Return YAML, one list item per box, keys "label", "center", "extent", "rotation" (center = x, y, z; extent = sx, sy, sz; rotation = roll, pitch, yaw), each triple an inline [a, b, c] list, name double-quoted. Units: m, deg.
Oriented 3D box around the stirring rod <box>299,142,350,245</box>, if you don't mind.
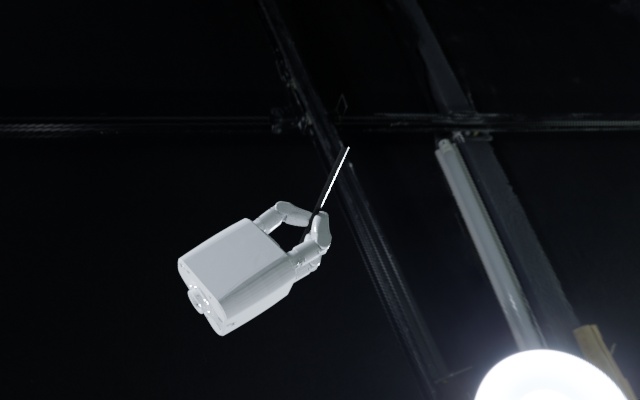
- label: "stirring rod"
  center: [0.000, 0.002, 0.626]
  extent: [0.011, 0.011, 0.240]
  rotation: [0, -32, -16]
